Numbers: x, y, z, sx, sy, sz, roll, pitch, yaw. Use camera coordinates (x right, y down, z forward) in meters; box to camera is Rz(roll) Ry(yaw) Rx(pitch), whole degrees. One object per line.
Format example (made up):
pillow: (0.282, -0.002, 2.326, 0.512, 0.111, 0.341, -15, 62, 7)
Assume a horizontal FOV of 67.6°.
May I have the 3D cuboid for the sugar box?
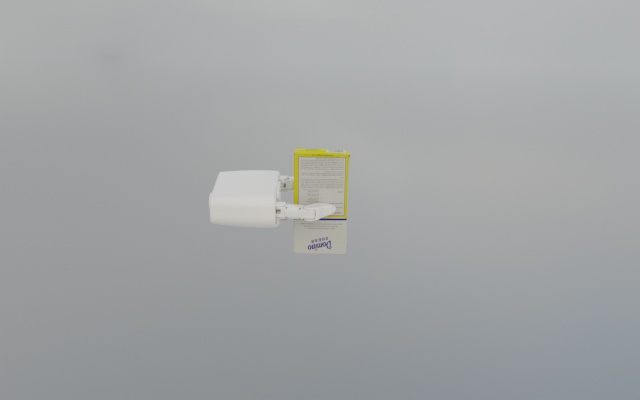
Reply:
sugar box: (0.000, 0.002, 0.815, 0.093, 0.176, 0.048, 2, 16, -1)
